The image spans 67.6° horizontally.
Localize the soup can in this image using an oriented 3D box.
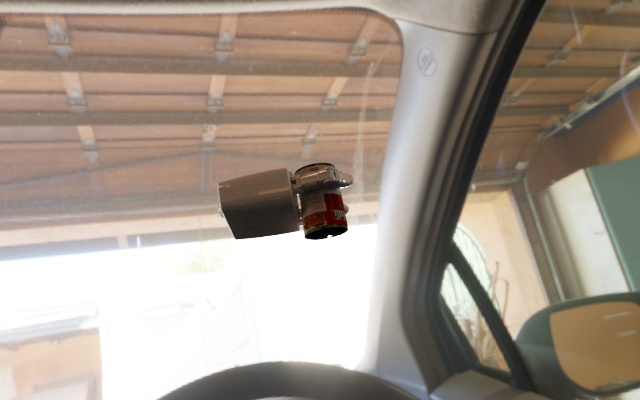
[{"bbox_3d":[0.001,0.002,0.722,0.068,0.102,0.068,-9,-18,-3],"label":"soup can"}]
